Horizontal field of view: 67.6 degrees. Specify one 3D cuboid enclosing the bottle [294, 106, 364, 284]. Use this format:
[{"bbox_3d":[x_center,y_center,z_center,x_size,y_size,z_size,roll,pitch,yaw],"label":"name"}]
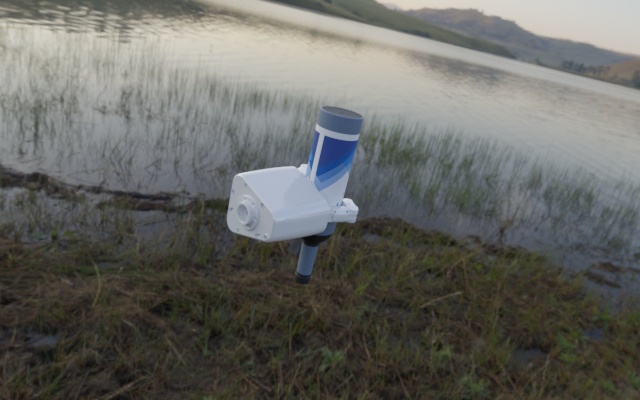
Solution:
[{"bbox_3d":[0.000,0.002,0.761,0.069,0.296,0.069,12,21,-5],"label":"bottle"}]
